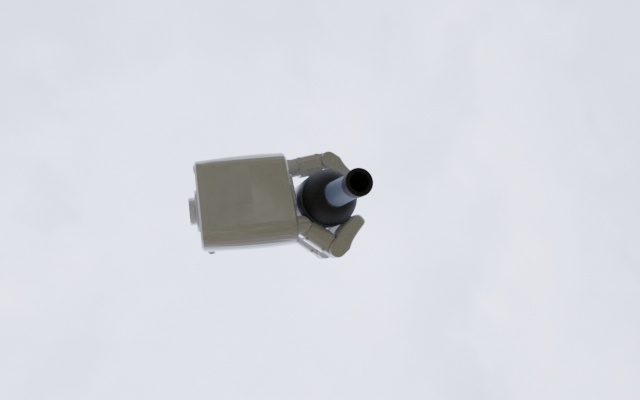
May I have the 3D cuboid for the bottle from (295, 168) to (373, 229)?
[{"bbox_3d":[0.000,0.002,0.582,0.069,0.069,0.296,0,-7,-14],"label":"bottle"}]
